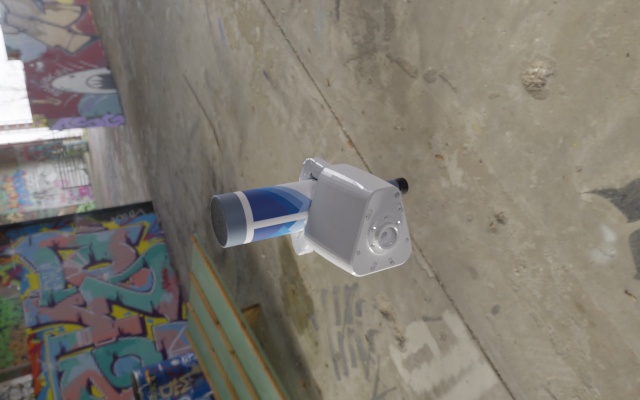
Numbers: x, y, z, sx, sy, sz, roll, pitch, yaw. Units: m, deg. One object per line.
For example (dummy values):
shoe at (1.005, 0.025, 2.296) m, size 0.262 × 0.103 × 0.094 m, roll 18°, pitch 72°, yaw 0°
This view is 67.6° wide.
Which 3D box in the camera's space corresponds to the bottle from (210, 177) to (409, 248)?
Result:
bottle at (0.000, 0.002, 0.664) m, size 0.295 × 0.069 × 0.069 m, roll -11°, pitch 5°, yaw -28°
